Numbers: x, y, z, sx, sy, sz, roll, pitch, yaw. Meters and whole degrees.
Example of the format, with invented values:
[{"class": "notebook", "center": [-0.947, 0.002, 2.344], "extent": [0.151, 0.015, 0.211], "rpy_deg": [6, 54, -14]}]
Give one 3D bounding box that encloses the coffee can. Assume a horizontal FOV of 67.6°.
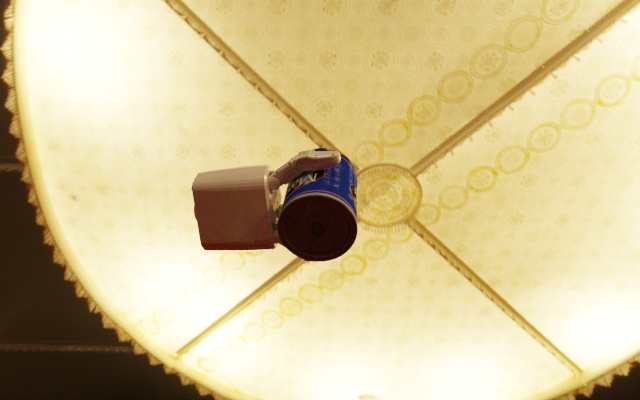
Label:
[{"class": "coffee can", "center": [0.000, 0.002, 0.663], "extent": [0.103, 0.103, 0.140], "rpy_deg": [0, 30, 4]}]
